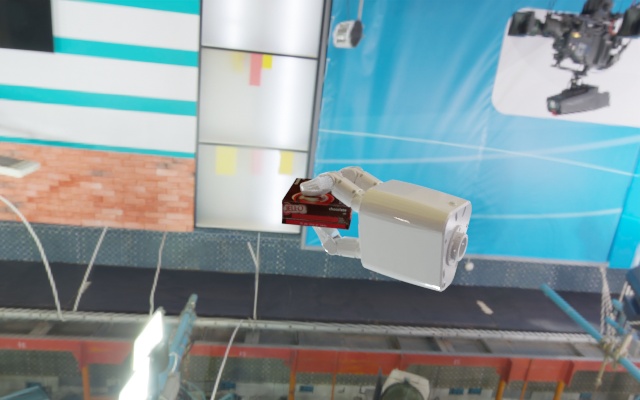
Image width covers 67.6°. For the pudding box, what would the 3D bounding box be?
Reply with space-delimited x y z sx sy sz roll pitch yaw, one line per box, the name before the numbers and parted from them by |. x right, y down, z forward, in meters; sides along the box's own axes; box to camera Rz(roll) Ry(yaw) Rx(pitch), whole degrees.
pudding box | 0.000 0.002 0.652 0.090 0.039 0.113 6 16 5
